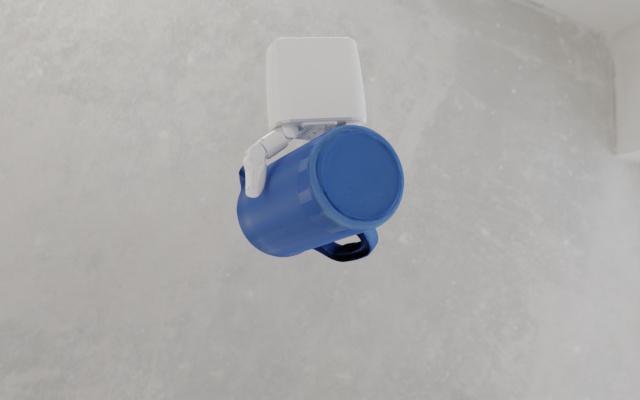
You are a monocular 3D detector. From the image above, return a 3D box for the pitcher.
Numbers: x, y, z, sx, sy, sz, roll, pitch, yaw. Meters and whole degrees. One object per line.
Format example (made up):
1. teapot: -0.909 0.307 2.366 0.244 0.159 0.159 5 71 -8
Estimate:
1. pitcher: 0.000 0.002 0.574 0.149 0.145 0.243 0 -9 -24
